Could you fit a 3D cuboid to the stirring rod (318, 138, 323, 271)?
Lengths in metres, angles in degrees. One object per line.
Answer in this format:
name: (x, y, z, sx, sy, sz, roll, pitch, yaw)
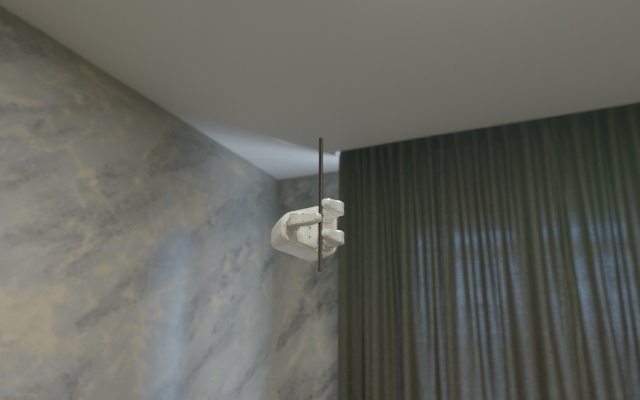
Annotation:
stirring rod: (0.000, 0.003, 0.833, 0.011, 0.239, 0.011, 0, -16, 0)
